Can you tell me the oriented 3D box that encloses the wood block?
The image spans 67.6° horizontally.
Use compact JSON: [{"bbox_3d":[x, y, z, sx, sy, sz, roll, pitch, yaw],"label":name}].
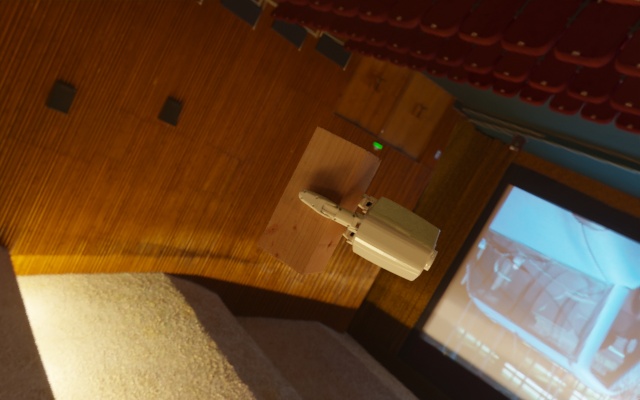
[{"bbox_3d":[0.000,0.003,0.745,0.090,0.206,0.091,30,6,22],"label":"wood block"}]
